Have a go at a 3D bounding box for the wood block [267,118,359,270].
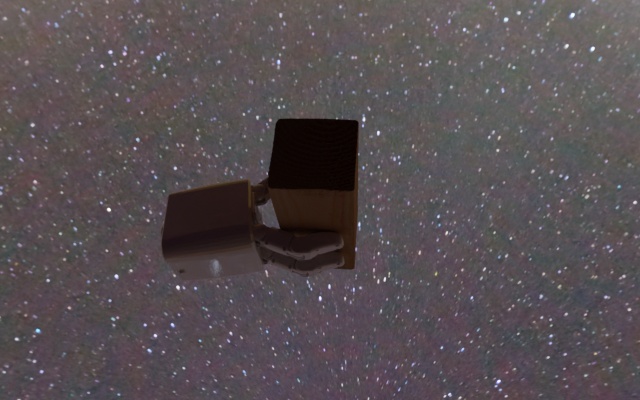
[{"bbox_3d":[0.000,0.002,0.576,0.090,0.090,0.206,2,-29,5],"label":"wood block"}]
